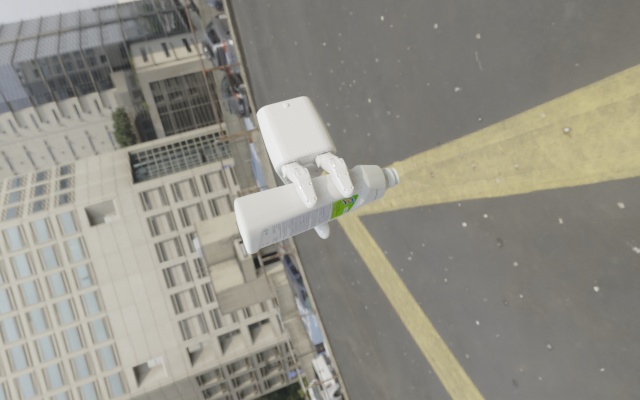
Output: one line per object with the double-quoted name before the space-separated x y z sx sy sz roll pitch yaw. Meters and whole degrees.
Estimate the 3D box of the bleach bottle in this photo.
"bleach bottle" 0.000 0.002 0.724 0.251 0.068 0.103 -17 -23 -14
